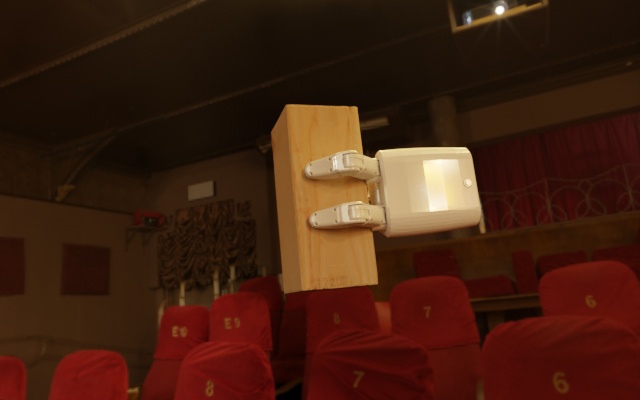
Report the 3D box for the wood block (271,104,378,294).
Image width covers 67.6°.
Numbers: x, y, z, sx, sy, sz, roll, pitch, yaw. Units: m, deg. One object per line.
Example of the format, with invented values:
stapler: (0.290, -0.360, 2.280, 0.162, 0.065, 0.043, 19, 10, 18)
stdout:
wood block: (0.000, 0.002, 0.566, 0.090, 0.206, 0.091, -2, -13, -17)
